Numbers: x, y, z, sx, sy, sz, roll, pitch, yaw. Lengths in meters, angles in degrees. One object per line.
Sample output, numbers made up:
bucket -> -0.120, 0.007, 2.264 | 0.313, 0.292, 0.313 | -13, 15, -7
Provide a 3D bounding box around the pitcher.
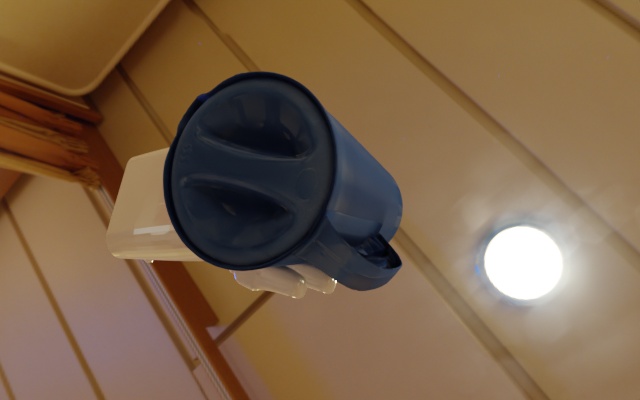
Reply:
pitcher -> 0.000, 0.001, 0.413 | 0.145, 0.149, 0.243 | -6, -10, 23
